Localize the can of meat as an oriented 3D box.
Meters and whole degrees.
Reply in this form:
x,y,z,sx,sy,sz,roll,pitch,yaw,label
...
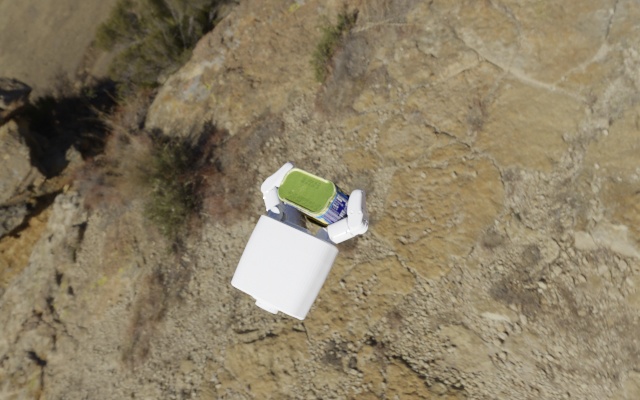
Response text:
x,y,z,sx,sy,sz,roll,pitch,yaw,label
0.000,0.002,0.670,0.102,0.057,0.084,23,-8,40,can of meat
